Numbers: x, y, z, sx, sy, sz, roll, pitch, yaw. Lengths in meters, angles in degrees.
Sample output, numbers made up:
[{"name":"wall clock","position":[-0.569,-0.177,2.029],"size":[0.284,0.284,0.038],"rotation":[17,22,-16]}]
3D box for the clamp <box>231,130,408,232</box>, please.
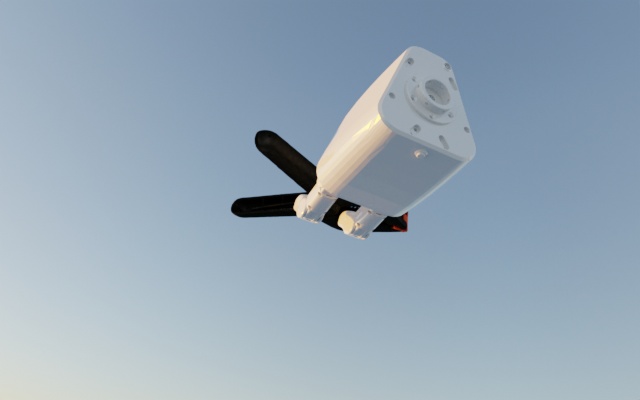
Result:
[{"name":"clamp","position":[0.001,0.001,0.555],"size":[0.210,0.036,0.165],"rotation":[19,-32,-18]}]
